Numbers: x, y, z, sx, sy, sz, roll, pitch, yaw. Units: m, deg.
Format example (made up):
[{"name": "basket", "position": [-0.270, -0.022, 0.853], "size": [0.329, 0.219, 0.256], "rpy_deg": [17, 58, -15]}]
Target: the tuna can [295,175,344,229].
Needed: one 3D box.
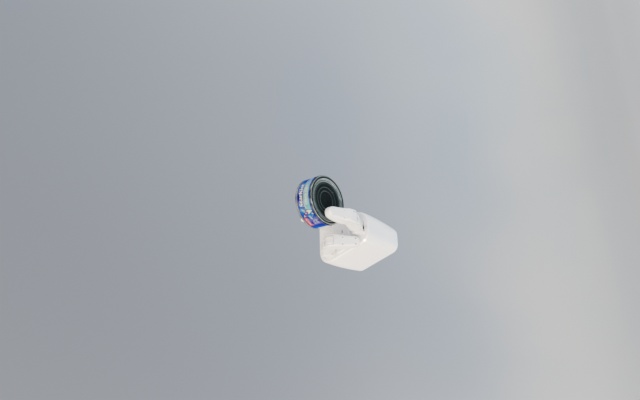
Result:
[{"name": "tuna can", "position": [0.001, 0.002, 0.788], "size": [0.034, 0.086, 0.086], "rpy_deg": [-17, -11, 39]}]
